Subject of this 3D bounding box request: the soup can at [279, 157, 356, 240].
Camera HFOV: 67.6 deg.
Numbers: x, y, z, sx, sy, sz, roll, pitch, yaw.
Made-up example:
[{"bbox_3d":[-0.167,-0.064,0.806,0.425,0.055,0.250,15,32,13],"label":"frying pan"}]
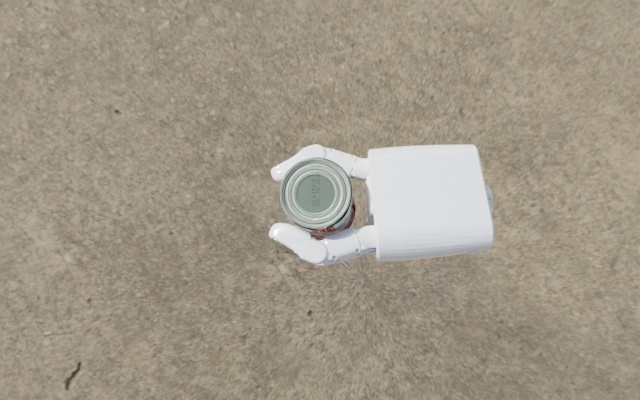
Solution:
[{"bbox_3d":[0.000,0.001,0.473,0.068,0.068,0.102,0,-9,5],"label":"soup can"}]
